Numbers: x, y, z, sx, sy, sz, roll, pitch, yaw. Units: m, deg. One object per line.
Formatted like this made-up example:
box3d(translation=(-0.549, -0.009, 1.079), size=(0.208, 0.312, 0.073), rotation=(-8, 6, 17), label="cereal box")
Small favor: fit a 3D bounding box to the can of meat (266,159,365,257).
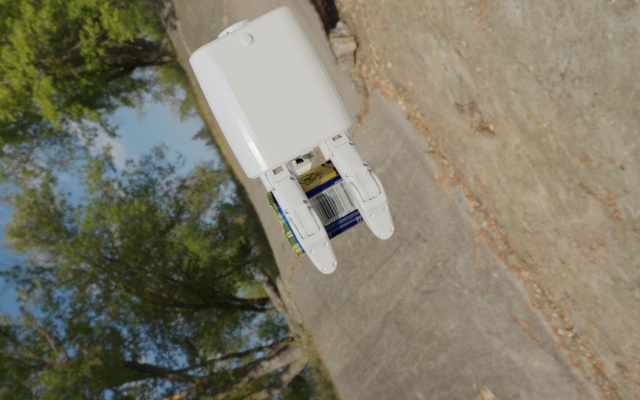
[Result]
box3d(translation=(0.000, 0.002, 0.440), size=(0.084, 0.057, 0.102), rotation=(-28, 13, -4), label="can of meat")
